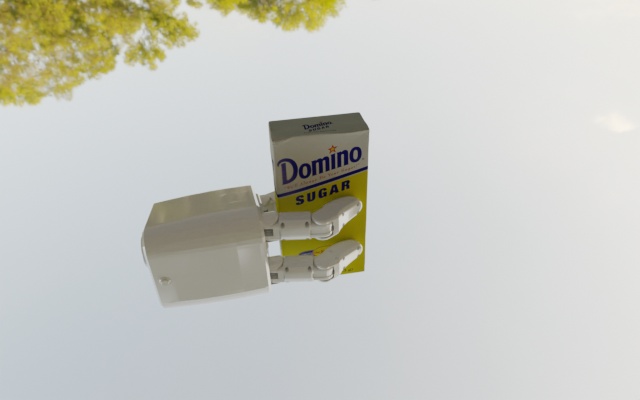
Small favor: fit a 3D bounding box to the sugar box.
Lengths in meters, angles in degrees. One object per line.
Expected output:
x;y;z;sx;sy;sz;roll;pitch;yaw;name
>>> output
0.000;0.002;0.492;0.093;0.176;0.048;-8;37;-8;sugar box
